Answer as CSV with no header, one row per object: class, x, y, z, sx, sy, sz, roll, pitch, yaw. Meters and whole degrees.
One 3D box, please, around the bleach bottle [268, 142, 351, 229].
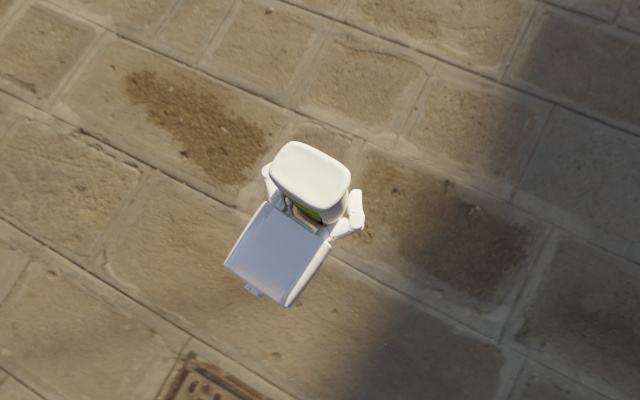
bleach bottle,0.000,0.002,0.693,0.102,0.068,0.251,32,-10,15
